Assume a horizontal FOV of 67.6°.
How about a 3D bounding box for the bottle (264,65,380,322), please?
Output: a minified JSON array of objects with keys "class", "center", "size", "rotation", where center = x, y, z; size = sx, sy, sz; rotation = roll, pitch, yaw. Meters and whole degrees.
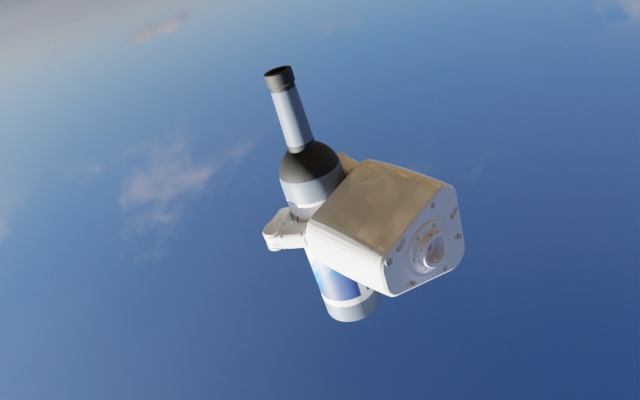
[{"class":"bottle","center":[0.000,0.002,0.515],"size":[0.069,0.296,0.069],"rotation":[-14,29,8]}]
